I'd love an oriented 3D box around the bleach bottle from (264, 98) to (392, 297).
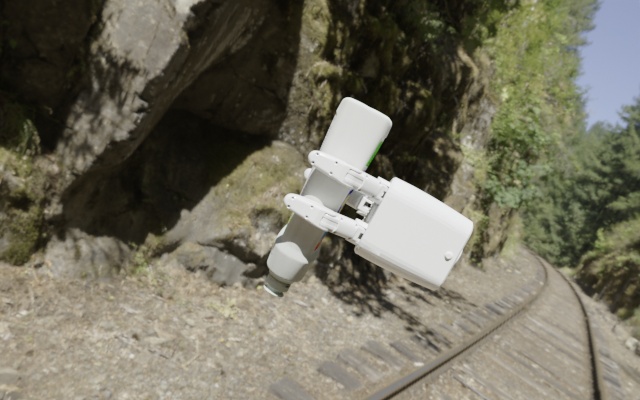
[{"bbox_3d":[0.000,0.002,0.588,0.068,0.251,0.102,28,7,2],"label":"bleach bottle"}]
